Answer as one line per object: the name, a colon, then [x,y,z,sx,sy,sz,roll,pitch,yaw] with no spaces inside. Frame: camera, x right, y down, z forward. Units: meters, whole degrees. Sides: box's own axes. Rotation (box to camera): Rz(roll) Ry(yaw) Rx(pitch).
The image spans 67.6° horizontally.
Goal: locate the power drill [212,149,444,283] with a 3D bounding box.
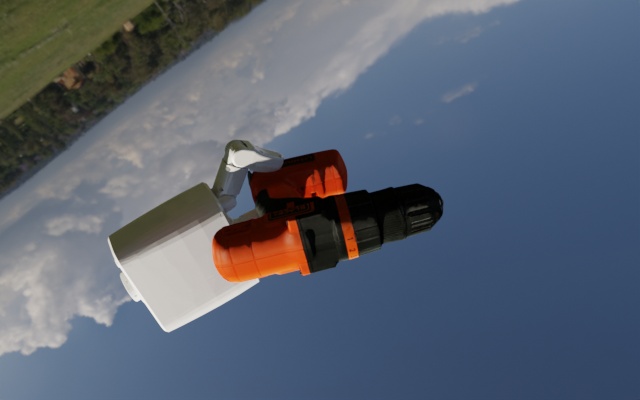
power drill: [0.000,0.001,0.441,0.184,0.057,0.187,-12,18,-1]
